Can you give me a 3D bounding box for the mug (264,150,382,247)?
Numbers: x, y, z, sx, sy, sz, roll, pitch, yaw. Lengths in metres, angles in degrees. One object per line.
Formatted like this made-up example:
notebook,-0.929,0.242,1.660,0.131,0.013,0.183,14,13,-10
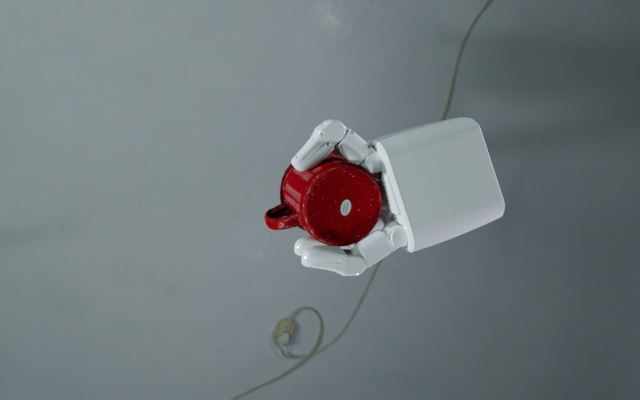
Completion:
mug,-0.001,0.002,0.479,0.117,0.093,0.081,-18,15,-11
